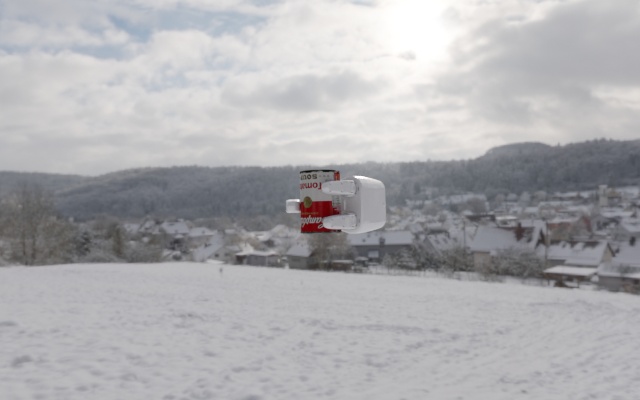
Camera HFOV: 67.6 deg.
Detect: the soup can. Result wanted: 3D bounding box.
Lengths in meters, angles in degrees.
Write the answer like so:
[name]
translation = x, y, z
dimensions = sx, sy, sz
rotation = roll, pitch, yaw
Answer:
[soup can]
translation = 0.000, 0.002, 0.783
dimensions = 0.068, 0.102, 0.068
rotation = -1, -1, 0
